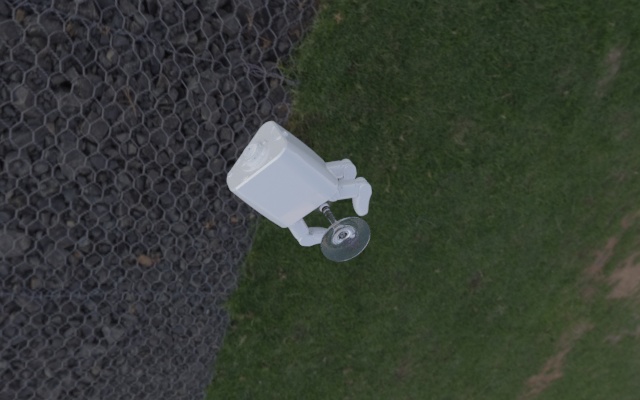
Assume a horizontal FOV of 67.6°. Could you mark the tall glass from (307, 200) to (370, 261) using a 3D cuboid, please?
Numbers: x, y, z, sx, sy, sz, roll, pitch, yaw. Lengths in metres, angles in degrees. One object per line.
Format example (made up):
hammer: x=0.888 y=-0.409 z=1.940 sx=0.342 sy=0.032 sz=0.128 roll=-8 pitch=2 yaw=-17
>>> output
tall glass: x=0.000 y=0.003 z=0.734 sx=0.079 sy=0.079 sz=0.201 roll=0 pitch=31 yaw=-24
